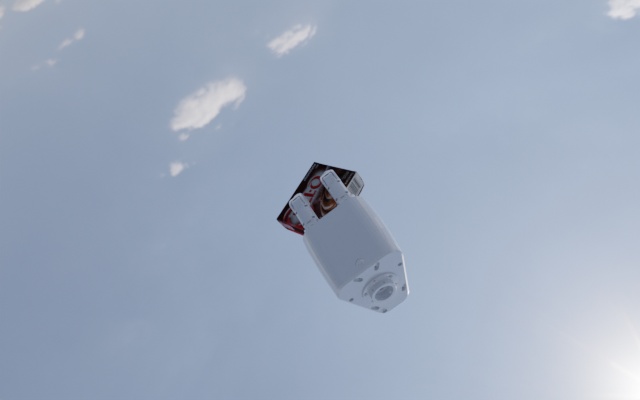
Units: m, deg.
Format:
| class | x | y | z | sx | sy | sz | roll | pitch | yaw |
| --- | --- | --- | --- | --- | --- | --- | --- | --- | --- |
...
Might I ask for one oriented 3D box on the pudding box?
| class | x | y | z | sx | sy | sz | roll | pitch | yaw |
| --- | --- | --- | --- | --- | --- | --- | --- | --- | --- |
| pudding box | 0.000 | 0.002 | 0.708 | 0.090 | 0.113 | 0.039 | 18 | -24 | 42 |
